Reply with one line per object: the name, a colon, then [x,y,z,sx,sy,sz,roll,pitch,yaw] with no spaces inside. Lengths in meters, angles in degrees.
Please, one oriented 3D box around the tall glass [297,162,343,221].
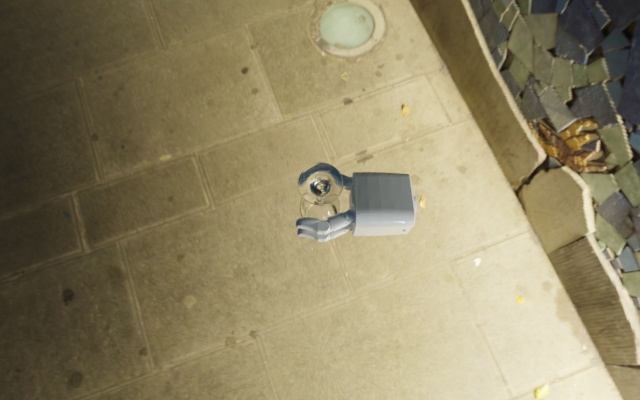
tall glass: [0.000,0.003,0.861,0.079,0.079,0.201,0,-18,0]
